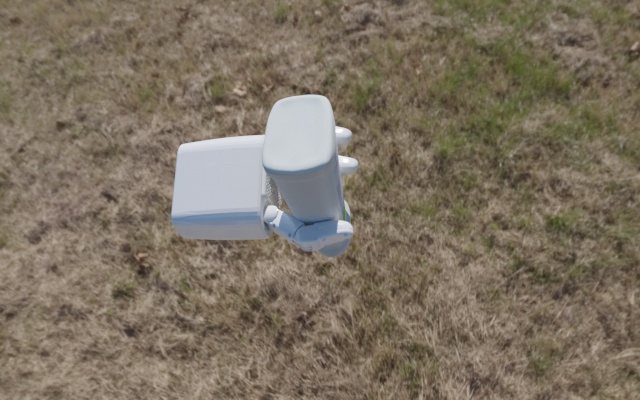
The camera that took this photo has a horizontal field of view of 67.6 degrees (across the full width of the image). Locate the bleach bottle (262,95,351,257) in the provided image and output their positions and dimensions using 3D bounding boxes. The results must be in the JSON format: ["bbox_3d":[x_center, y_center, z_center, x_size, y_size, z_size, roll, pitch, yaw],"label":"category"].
[{"bbox_3d":[0.000,0.002,0.550,0.068,0.102,0.251,-3,-34,10],"label":"bleach bottle"}]
